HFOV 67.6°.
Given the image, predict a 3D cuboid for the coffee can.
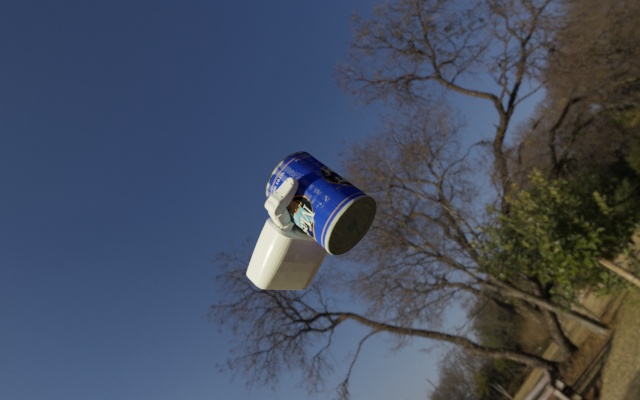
[{"bbox_3d":[0.000,0.002,0.731,0.140,0.103,0.103,38,21,31],"label":"coffee can"}]
